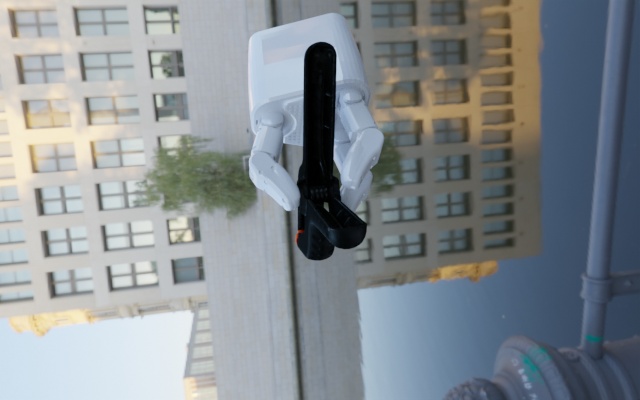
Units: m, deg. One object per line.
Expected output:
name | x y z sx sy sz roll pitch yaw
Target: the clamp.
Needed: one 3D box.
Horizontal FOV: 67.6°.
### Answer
clamp | -0.001 0.001 0.404 0.036 0.164 0.210 -2 -33 -8
